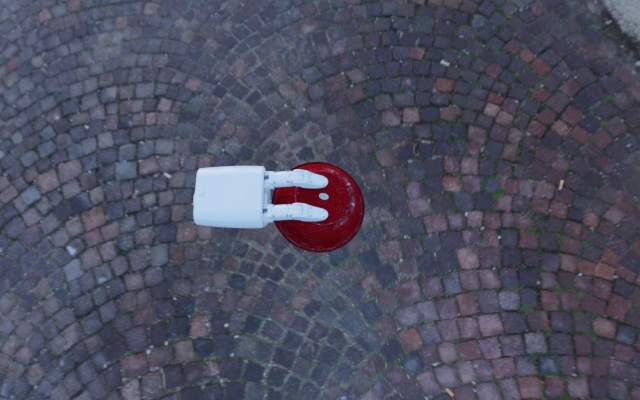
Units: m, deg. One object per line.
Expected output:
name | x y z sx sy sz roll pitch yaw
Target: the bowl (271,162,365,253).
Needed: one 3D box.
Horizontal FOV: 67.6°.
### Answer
bowl | 0.001 0.002 0.791 0.162 0.162 0.055 0 -16 -8
